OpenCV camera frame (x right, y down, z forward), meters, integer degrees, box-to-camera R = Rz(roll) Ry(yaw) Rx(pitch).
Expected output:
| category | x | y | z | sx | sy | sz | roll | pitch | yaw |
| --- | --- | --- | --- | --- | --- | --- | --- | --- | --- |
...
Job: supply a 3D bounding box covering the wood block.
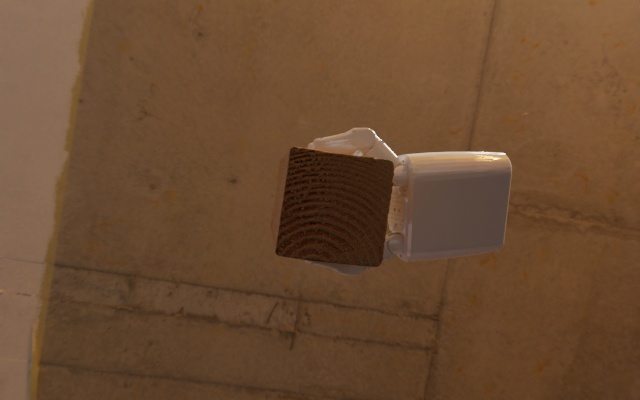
| category | x | y | z | sx | sy | sz | roll | pitch | yaw |
| --- | --- | --- | --- | --- | --- | --- | --- | --- | --- |
| wood block | 0.000 | 0.002 | 0.486 | 0.090 | 0.091 | 0.206 | 7 | 1 | -7 |
